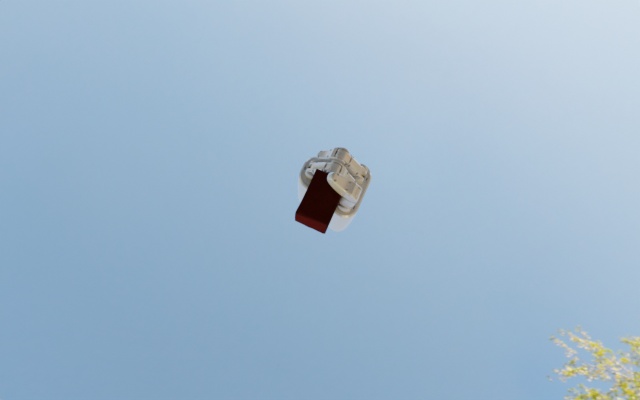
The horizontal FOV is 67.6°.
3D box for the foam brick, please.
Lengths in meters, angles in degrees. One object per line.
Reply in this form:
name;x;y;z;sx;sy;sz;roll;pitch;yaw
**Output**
foam brick;0.000;0.003;0.723;0.053;0.078;0.051;25;-19;3
